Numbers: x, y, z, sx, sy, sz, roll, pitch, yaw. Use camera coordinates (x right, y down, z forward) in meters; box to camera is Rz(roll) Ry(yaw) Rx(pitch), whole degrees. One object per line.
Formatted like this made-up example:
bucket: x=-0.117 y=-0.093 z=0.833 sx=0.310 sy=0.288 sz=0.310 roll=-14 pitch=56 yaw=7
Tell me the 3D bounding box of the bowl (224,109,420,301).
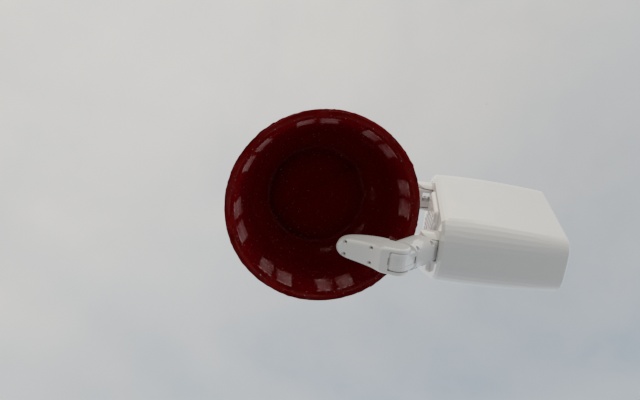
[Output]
bowl: x=-0.001 y=0.001 z=0.412 sx=0.162 sy=0.162 sz=0.055 roll=0 pitch=14 yaw=-8
